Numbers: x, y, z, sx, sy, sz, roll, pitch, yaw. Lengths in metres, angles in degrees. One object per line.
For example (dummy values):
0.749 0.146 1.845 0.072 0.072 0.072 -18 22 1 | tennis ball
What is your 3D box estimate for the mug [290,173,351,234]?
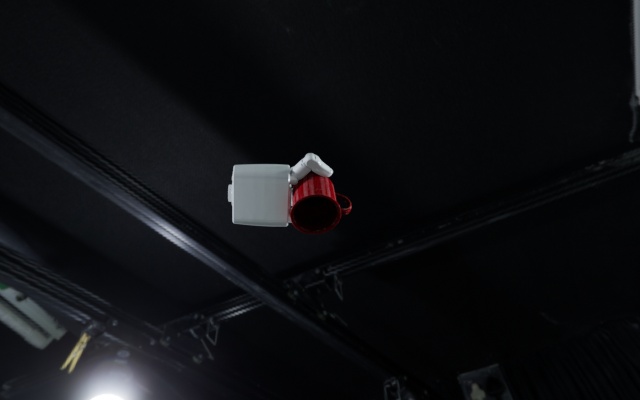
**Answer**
0.002 0.003 0.897 0.117 0.093 0.081 3 36 -7 | mug
